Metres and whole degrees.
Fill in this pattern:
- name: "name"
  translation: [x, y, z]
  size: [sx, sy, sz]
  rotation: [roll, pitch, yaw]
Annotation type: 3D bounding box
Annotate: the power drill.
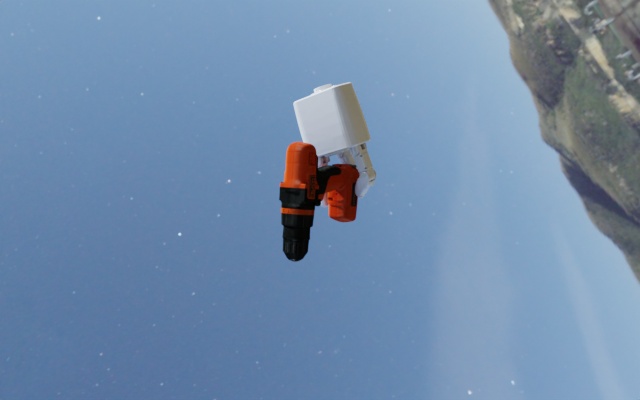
- name: "power drill"
  translation: [0.000, 0.002, 0.795]
  size: [0.057, 0.184, 0.187]
  rotation: [7, 3, 28]
